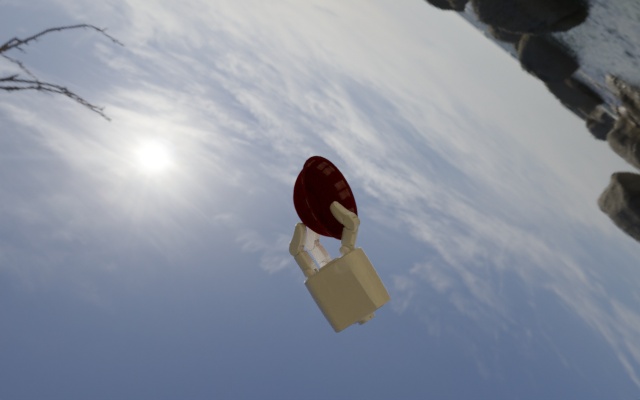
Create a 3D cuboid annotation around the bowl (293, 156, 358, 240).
[{"bbox_3d":[-0.001,0.002,0.862,0.055,0.162,0.162,-24,-13,31],"label":"bowl"}]
